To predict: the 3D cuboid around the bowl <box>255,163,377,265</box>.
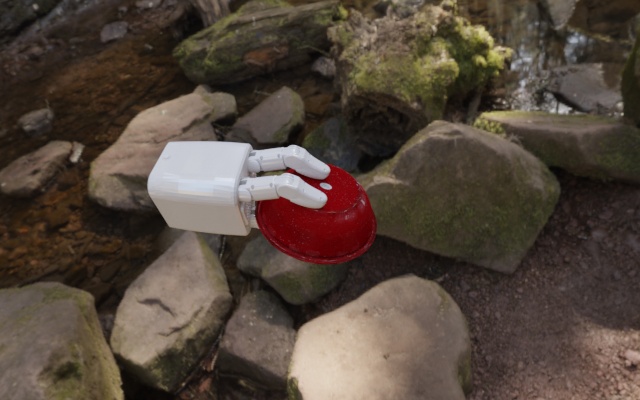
[{"bbox_3d":[0.001,0.002,0.606,0.162,0.055,0.162,8,43,-7],"label":"bowl"}]
